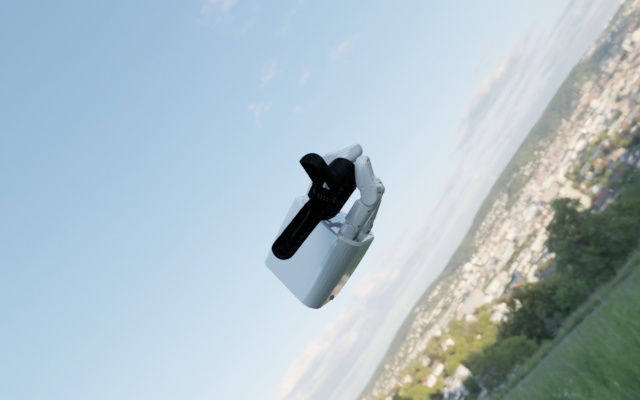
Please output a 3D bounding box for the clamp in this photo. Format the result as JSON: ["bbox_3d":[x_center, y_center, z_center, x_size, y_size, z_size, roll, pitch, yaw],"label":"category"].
[{"bbox_3d":[0.000,0.001,0.547,0.039,0.120,0.171,33,16,18],"label":"clamp"}]
